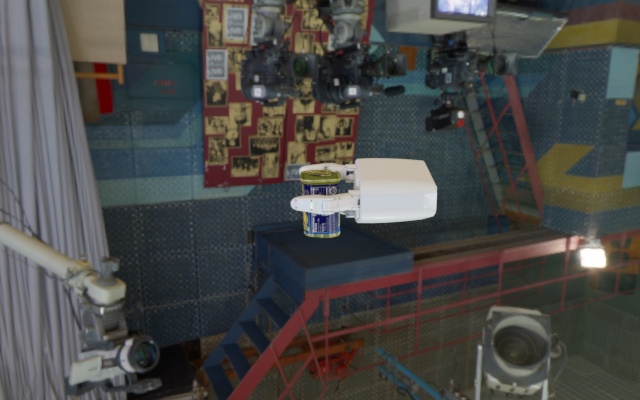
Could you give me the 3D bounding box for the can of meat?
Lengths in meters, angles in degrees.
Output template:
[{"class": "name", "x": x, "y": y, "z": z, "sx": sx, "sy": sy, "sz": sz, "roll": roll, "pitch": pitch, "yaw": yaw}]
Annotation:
[{"class": "can of meat", "x": 0.000, "y": 0.003, "z": 0.706, "sx": 0.057, "sy": 0.084, "sz": 0.102, "roll": -2, "pitch": 12, "yaw": -2}]
